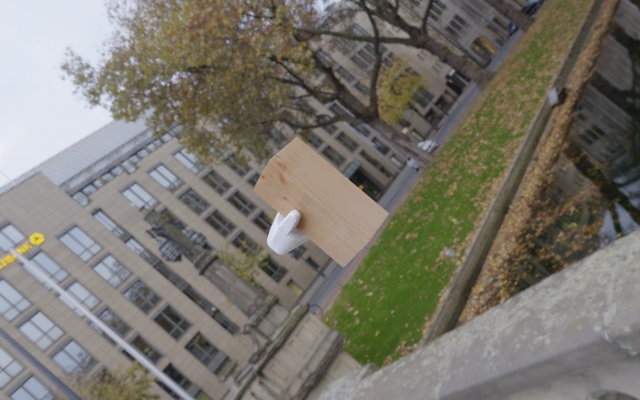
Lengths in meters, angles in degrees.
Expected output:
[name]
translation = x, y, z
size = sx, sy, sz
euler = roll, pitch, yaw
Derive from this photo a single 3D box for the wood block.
[wood block]
translation = 0.000, 0.003, 0.815
size = 0.090, 0.206, 0.090
euler = -48, -3, -43
